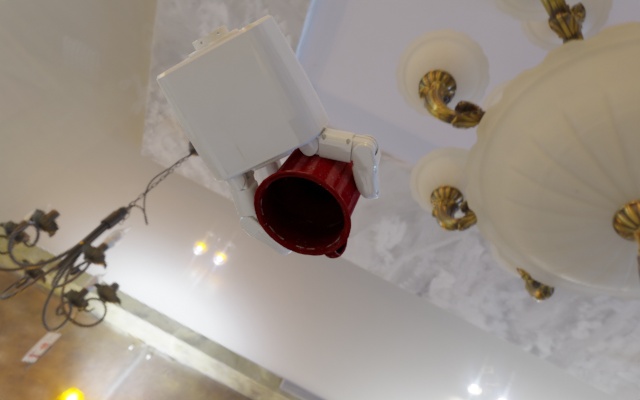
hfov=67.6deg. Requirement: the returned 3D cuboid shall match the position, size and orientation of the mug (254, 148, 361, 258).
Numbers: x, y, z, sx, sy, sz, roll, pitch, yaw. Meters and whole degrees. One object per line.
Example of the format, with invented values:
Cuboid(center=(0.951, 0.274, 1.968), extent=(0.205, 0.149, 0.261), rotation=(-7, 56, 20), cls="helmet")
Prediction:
Cuboid(center=(0.001, 0.003, 0.464), extent=(0.093, 0.117, 0.081), rotation=(-13, 28, 29), cls="mug")
